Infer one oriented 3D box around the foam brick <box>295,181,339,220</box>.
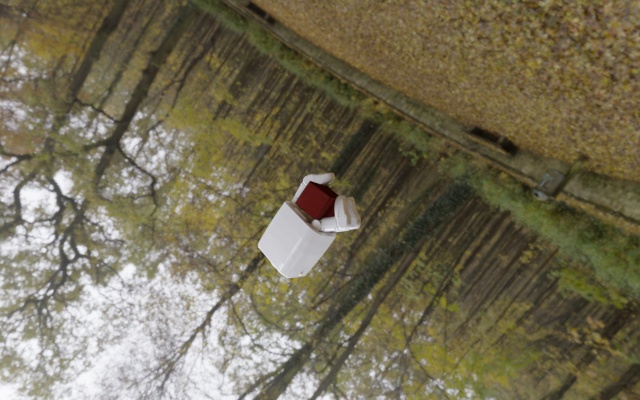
[{"bbox_3d":[0.000,0.003,0.877,0.053,0.051,0.078,40,10,22],"label":"foam brick"}]
